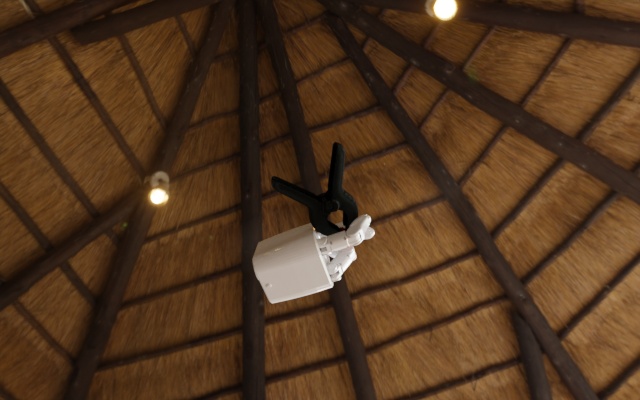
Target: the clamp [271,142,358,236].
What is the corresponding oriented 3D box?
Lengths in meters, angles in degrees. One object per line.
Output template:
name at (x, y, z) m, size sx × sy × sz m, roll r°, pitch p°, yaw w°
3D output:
clamp at (0.000, 0.002, 0.745) m, size 0.120 × 0.171 × 0.039 m, roll -18°, pitch 29°, yaw 2°
